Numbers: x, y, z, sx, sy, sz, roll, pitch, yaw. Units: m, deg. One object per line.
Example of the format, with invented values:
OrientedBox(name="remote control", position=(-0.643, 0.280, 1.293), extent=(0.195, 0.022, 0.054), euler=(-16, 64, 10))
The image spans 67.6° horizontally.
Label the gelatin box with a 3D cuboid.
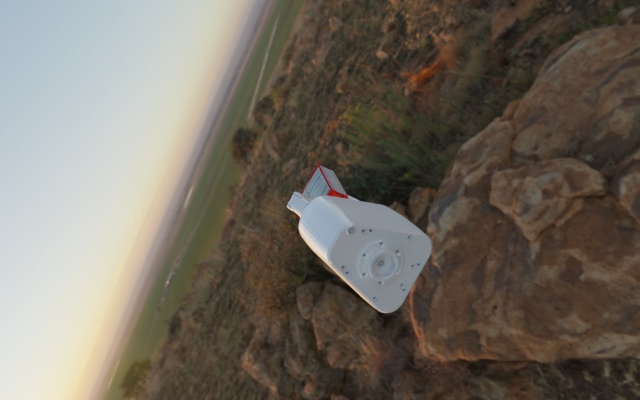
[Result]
OrientedBox(name="gelatin box", position=(0.000, 0.002, 0.654), extent=(0.030, 0.073, 0.089), euler=(22, 19, -23))
